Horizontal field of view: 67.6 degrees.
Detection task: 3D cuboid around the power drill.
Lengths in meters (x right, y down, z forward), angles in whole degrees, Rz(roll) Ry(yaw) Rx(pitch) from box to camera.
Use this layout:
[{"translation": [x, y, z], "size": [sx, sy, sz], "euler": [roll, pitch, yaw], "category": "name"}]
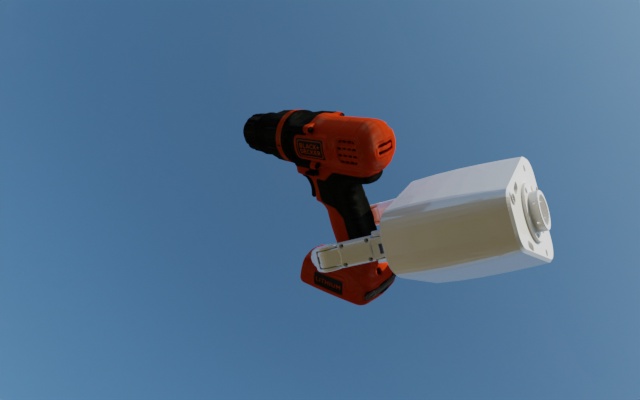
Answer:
[{"translation": [0.000, 0.002, 0.479], "size": [0.057, 0.188, 0.184], "euler": [-31, 30, -35], "category": "power drill"}]
